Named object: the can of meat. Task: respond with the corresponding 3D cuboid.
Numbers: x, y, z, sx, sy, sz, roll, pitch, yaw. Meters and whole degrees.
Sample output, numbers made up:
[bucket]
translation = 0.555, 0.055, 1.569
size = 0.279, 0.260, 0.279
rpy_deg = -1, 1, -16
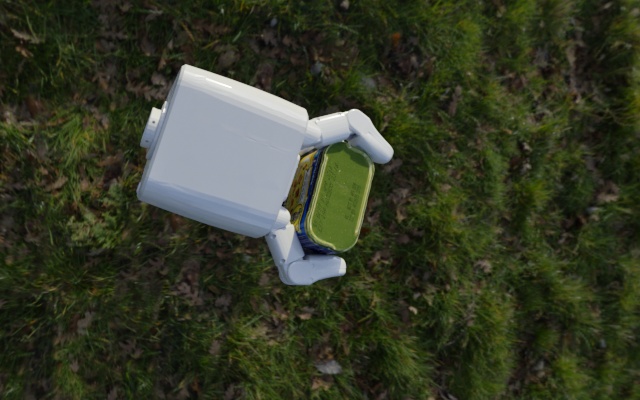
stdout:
[can of meat]
translation = 0.000, 0.002, 0.445
size = 0.057, 0.102, 0.084
rpy_deg = 21, -17, -22
